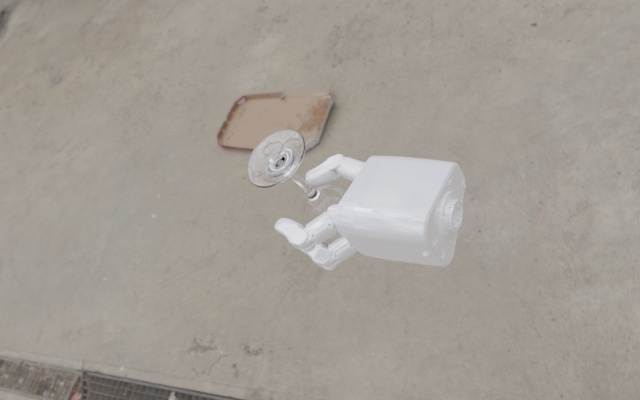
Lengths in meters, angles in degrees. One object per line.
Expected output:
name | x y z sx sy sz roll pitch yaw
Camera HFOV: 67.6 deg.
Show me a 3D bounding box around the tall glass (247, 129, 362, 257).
tall glass | 0.000 0.001 0.581 0.079 0.079 0.201 0 -29 33
